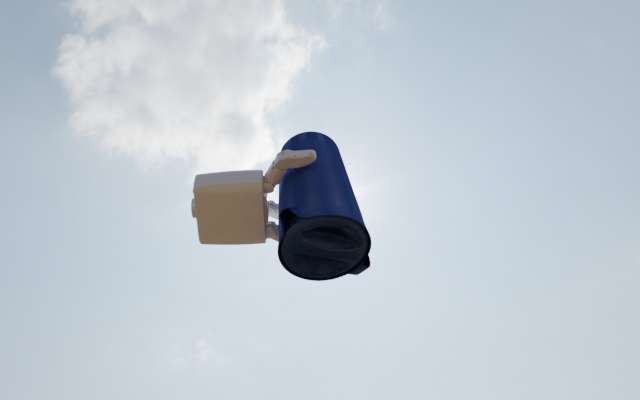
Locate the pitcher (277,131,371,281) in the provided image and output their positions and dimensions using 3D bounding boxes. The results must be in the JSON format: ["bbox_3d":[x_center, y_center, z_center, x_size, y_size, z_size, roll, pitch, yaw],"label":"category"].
[{"bbox_3d":[0.000,0.002,0.761,0.145,0.149,0.242,-3,40,-6],"label":"pitcher"}]
